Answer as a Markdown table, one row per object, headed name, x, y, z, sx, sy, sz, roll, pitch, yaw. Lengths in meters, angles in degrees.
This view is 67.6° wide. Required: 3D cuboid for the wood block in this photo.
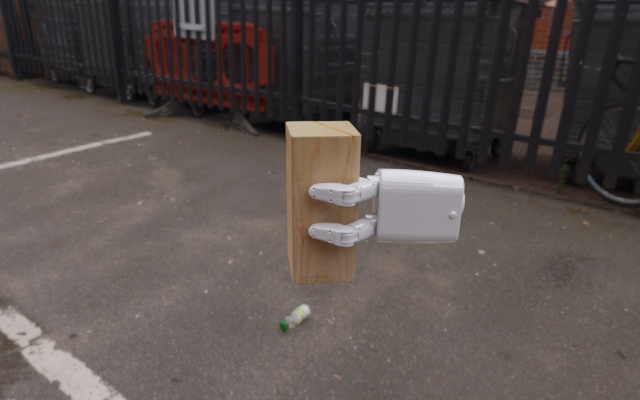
| name | x | y | z | sx | sy | sz | roll | pitch | yaw |
| --- | --- | --- | --- | --- | --- | --- | --- | --- | --- |
| wood block | 0.000 | 0.002 | 0.657 | 0.090 | 0.206 | 0.090 | -2 | 21 | -7 |
